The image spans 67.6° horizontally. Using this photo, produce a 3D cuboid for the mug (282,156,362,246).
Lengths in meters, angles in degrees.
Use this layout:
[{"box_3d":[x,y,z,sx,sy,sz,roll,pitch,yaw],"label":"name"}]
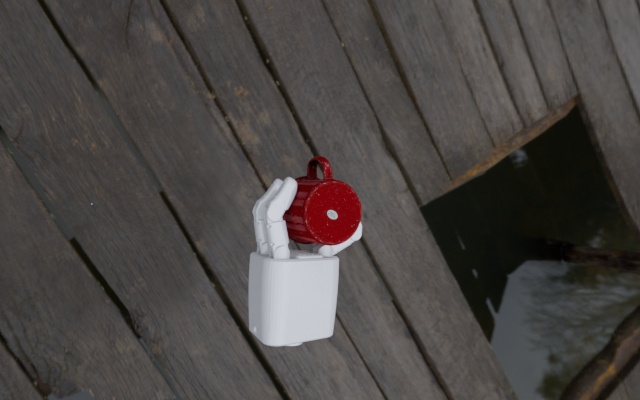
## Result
[{"box_3d":[0.000,0.001,0.612,0.093,0.117,0.081,1,1,-26],"label":"mug"}]
